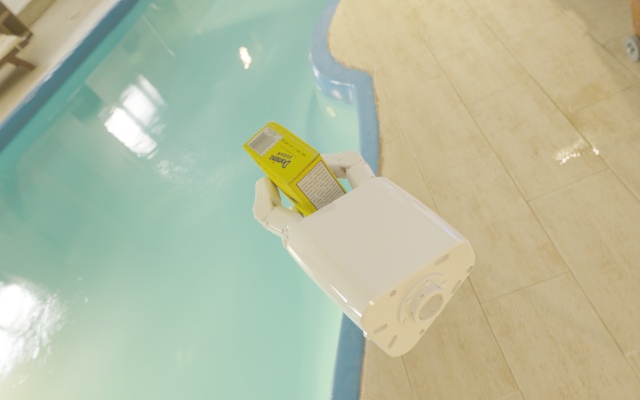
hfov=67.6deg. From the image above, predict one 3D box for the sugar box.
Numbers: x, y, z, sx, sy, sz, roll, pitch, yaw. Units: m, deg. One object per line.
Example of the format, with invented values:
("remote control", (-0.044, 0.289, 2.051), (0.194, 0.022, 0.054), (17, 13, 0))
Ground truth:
("sugar box", (0.000, 0.002, 0.496), (0.093, 0.048, 0.176), (40, -10, 45))
